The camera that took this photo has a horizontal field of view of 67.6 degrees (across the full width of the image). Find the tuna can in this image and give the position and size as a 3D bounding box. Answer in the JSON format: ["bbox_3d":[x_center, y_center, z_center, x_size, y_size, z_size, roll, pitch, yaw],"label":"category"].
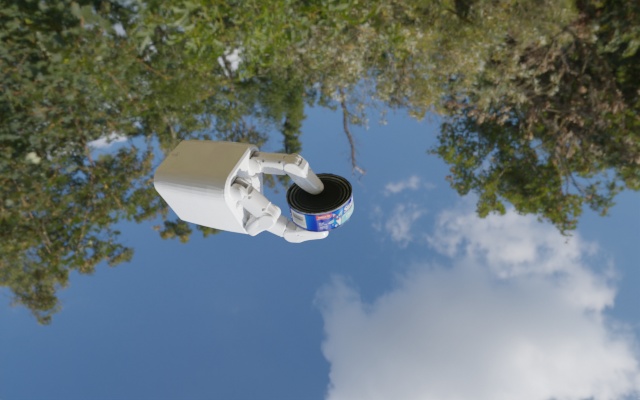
[{"bbox_3d":[0.000,0.002,0.621,0.086,0.034,0.086,-5,37,4],"label":"tuna can"}]
